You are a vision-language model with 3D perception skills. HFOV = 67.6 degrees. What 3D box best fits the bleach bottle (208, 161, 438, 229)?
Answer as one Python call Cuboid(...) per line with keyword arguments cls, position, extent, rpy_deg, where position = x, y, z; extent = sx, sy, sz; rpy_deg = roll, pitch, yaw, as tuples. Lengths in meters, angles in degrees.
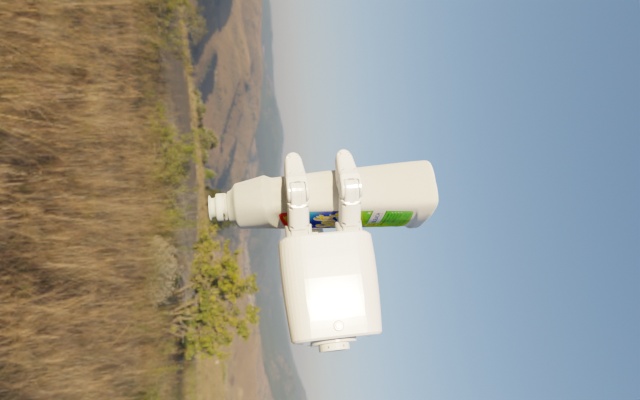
Cuboid(cls="bleach bottle", position=(0.000, 0.002, 0.554), extent=(0.251, 0.068, 0.103), rpy_deg=(-4, -19, -8))
